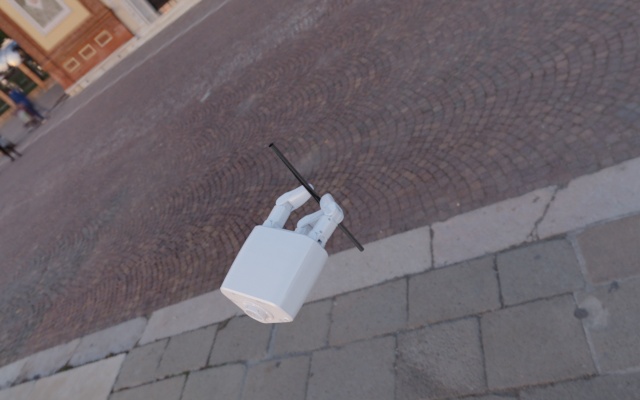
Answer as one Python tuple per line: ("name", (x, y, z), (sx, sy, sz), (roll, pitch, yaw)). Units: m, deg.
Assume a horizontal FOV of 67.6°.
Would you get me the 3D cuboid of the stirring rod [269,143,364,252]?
("stirring rod", (0.000, 0.002, 0.710), (0.011, 0.011, 0.240), (0, -40, 47))
